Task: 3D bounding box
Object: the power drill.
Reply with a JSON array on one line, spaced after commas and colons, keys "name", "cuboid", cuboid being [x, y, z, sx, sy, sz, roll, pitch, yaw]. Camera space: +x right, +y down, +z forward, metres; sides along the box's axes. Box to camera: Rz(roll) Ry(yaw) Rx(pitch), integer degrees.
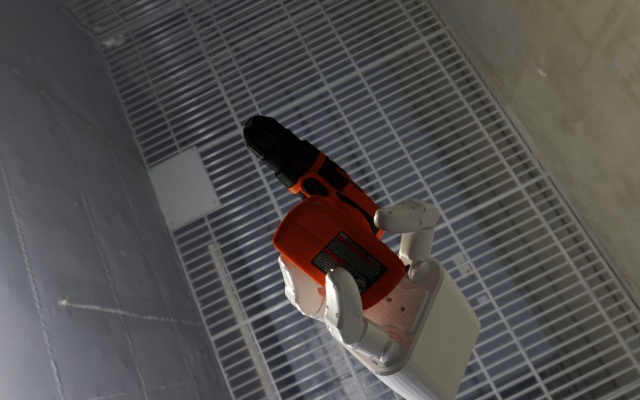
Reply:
[{"name": "power drill", "cuboid": [0.000, 0.002, 0.433, 0.184, 0.057, 0.187, 38, 15, -15]}]
